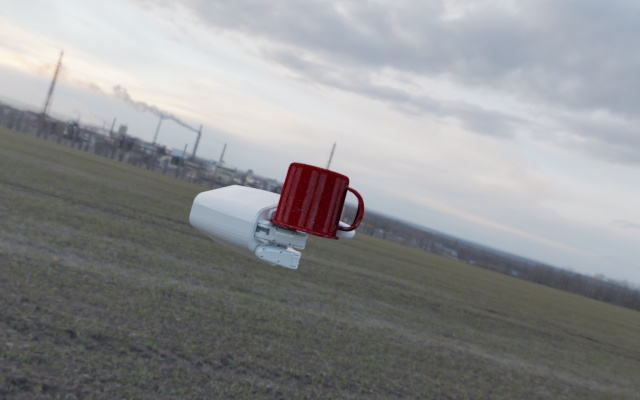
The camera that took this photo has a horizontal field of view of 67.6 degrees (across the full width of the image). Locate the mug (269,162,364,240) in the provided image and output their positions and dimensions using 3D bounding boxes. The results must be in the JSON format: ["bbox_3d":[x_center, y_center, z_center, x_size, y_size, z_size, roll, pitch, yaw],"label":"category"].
[{"bbox_3d":[0.001,0.002,0.609,0.117,0.081,0.093,15,-1,24],"label":"mug"}]
